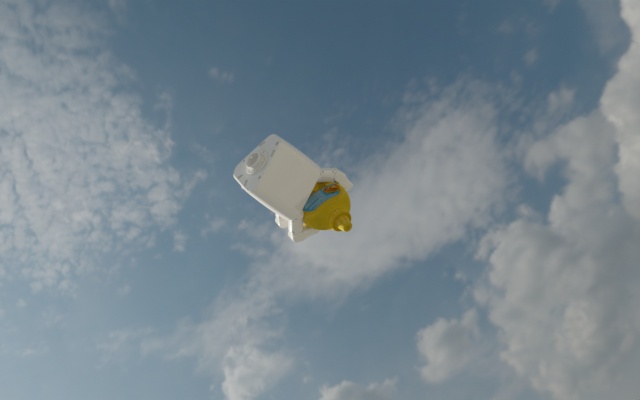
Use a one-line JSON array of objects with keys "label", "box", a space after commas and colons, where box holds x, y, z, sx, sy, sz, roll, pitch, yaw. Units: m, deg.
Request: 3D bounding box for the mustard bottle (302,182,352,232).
[{"label": "mustard bottle", "box": [0.000, 0.003, 0.882, 0.096, 0.058, 0.191, -33, 39, -13]}]
